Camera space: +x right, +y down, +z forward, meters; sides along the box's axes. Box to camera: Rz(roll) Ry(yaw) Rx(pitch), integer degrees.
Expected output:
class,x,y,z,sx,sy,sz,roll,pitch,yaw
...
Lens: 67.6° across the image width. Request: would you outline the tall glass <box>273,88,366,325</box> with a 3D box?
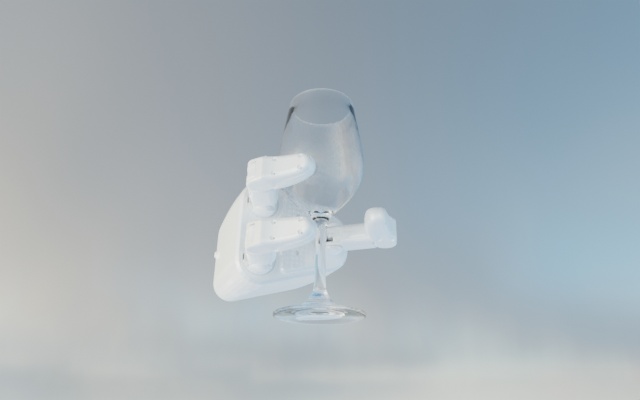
class,x,y,z,sx,sy,sz,roll,pitch,yaw
tall glass,0.000,0.002,0.418,0.079,0.201,0.079,1,-24,0
